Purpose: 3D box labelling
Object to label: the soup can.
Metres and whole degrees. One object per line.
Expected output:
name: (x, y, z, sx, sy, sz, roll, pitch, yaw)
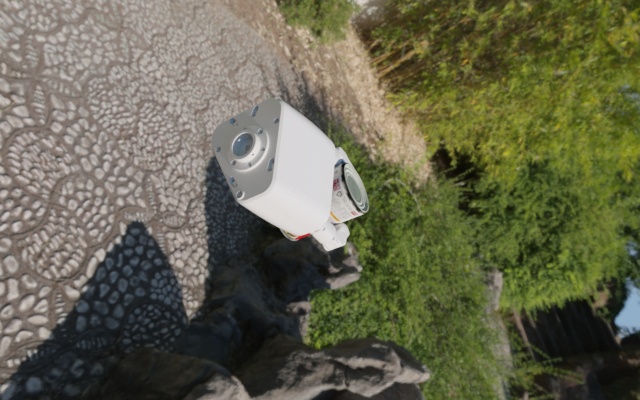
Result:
soup can: (0.001, 0.002, 0.596, 0.102, 0.068, 0.068, -22, -9, 21)
